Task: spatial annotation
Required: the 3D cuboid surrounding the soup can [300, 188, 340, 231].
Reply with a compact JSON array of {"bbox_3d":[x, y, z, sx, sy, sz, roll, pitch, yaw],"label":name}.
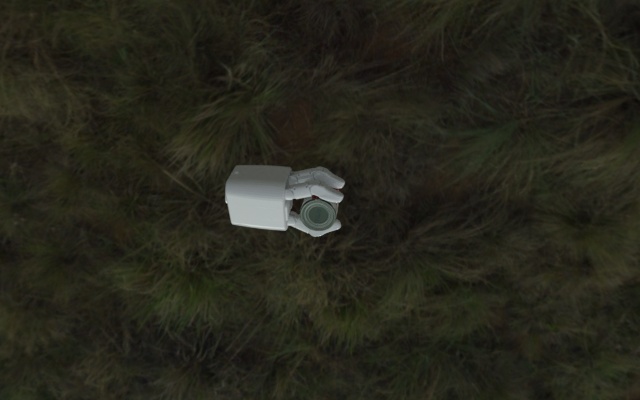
[{"bbox_3d":[0.001,0.003,0.890,0.068,0.068,0.102,0,29,6],"label":"soup can"}]
